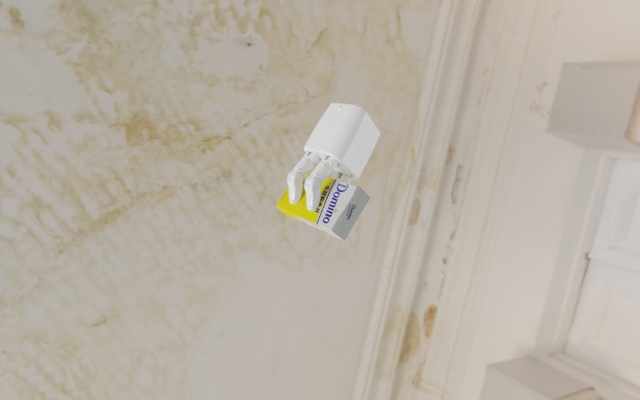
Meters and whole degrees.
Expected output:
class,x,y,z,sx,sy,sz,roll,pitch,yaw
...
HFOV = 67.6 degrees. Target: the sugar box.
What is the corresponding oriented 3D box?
class,x,y,z,sx,sy,sz,roll,pitch,yaw
sugar box,0.000,0.002,0.879,0.048,0.093,0.176,39,-13,-36
